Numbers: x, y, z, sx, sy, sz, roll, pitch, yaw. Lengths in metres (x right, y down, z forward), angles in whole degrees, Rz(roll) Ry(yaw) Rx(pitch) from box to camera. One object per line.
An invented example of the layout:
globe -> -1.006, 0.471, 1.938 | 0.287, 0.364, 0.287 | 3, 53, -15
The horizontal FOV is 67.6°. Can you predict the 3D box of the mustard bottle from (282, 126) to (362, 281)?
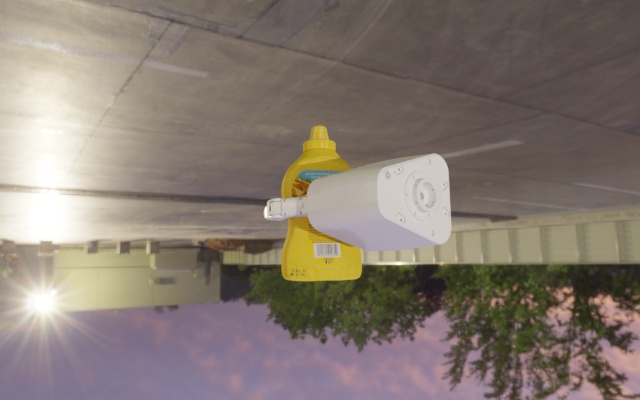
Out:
mustard bottle -> 0.000, 0.002, 0.592 | 0.096, 0.191, 0.058 | 1, -8, -15
